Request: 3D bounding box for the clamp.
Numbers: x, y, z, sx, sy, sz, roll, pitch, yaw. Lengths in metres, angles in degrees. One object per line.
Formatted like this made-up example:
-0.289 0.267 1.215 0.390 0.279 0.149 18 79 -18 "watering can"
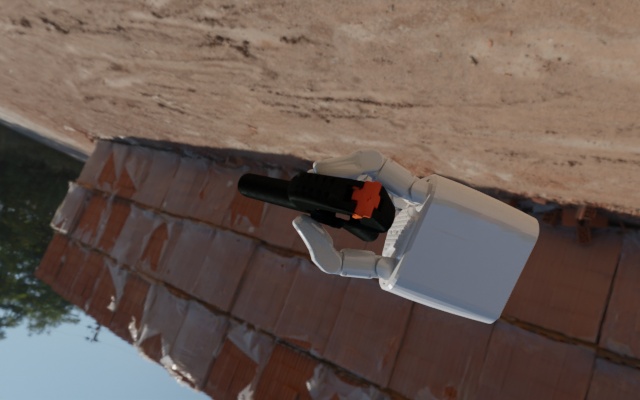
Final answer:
0.000 0.002 0.437 0.164 0.036 0.210 19 -7 -5 "clamp"
